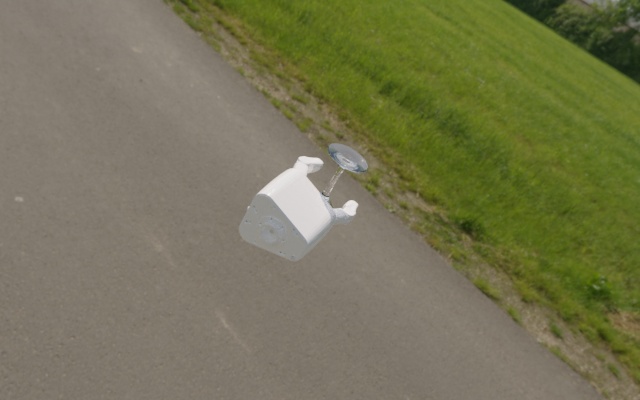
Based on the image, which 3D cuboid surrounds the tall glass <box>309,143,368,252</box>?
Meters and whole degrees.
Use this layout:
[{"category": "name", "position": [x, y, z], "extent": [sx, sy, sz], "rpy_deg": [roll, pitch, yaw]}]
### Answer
[{"category": "tall glass", "position": [0.001, 0.002, 0.826], "extent": [0.079, 0.201, 0.079], "rpy_deg": [22, 33, -15]}]
